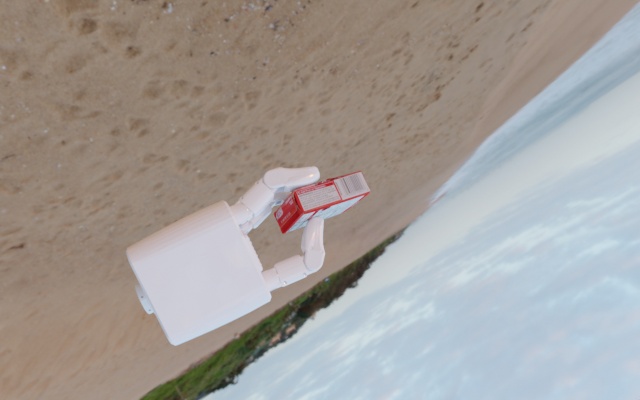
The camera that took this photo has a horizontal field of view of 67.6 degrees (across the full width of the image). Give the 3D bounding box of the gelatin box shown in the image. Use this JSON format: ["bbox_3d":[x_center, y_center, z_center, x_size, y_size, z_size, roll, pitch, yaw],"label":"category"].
[{"bbox_3d":[0.001,0.002,0.532,0.089,0.030,0.073,-17,-12,-26],"label":"gelatin box"}]
